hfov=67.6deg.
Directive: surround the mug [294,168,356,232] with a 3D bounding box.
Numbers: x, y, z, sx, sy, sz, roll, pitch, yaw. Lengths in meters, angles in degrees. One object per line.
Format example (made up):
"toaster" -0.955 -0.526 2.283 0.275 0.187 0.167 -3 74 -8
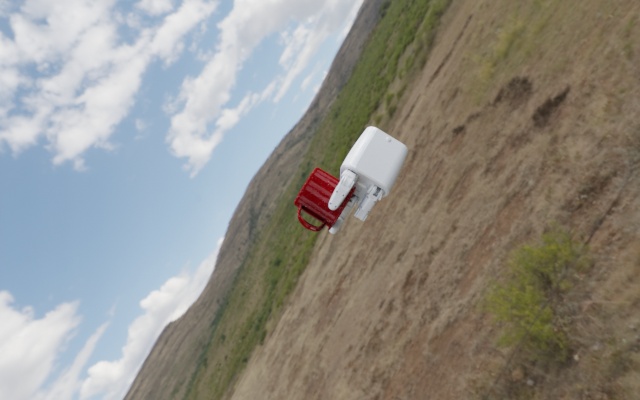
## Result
"mug" -0.001 0.004 0.857 0.081 0.117 0.093 32 -28 0
